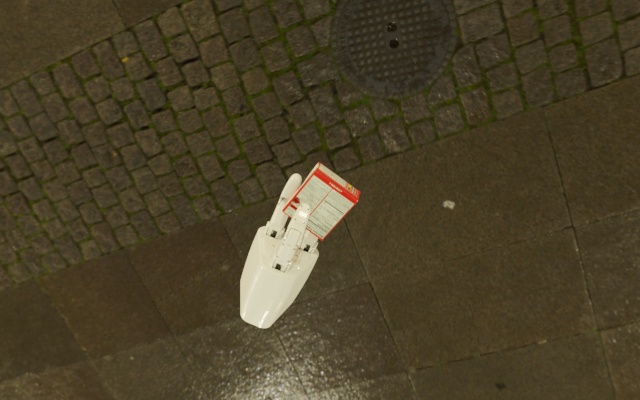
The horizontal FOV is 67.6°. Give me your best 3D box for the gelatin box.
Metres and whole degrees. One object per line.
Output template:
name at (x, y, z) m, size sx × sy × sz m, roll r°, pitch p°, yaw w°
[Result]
gelatin box at (0.000, 0.002, 0.669) m, size 0.073 × 0.089 × 0.030 m, roll 36°, pitch 30°, yaw -8°
